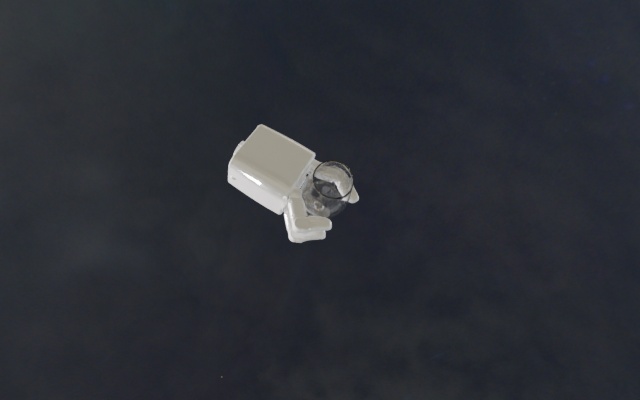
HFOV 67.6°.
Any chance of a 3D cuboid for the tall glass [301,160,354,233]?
[{"bbox_3d":[0.000,0.003,0.788,0.079,0.079,0.201,0,-20,-12],"label":"tall glass"}]
